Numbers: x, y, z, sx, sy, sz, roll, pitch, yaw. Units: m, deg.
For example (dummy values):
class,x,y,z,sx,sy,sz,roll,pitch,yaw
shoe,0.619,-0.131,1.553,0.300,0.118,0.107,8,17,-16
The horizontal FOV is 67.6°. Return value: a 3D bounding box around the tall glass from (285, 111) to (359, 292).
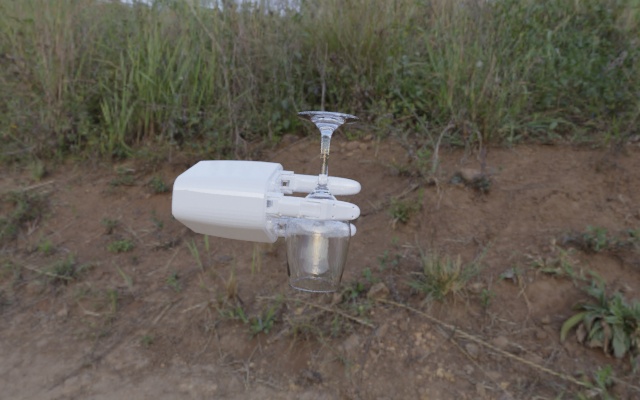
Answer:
class,x,y,z,sx,sy,sz,roll,pitch,yaw
tall glass,0.000,0.001,0.561,0.079,0.201,0.079,4,2,0
